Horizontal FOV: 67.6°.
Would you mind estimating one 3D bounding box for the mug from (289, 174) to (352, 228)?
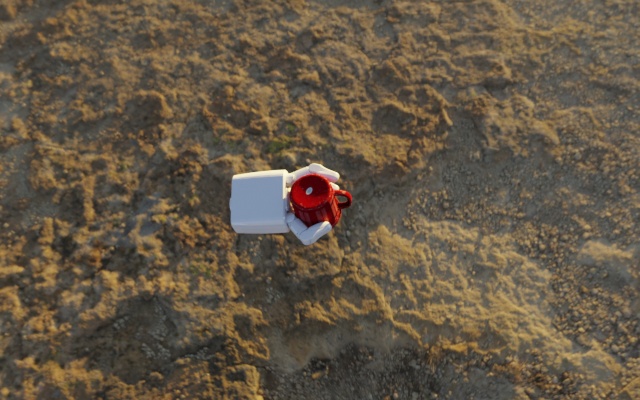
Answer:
[{"bbox_3d":[0.002,0.003,0.893,0.117,0.093,0.081,-5,-31,9],"label":"mug"}]
